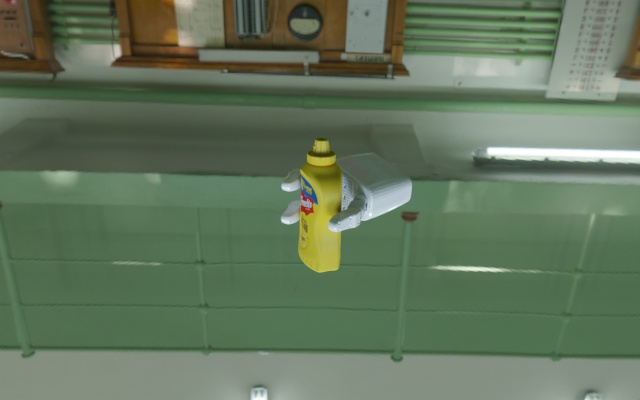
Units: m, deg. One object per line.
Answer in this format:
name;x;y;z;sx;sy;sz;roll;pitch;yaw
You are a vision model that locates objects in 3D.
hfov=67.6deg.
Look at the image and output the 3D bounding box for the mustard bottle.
mustard bottle;0.000;0.003;0.708;0.058;0.192;0.096;-5;23;-17
